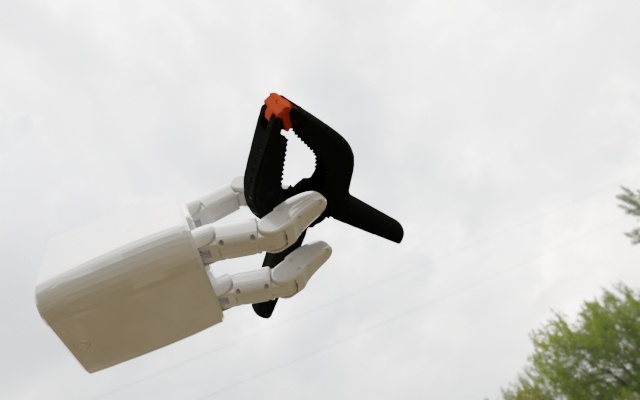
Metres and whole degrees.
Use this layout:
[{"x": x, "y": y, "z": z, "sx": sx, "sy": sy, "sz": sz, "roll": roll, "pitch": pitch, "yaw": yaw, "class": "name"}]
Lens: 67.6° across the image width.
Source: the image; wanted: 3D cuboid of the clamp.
[{"x": -0.001, "y": 0.001, "z": 0.406, "sx": 0.164, "sy": 0.210, "sz": 0.036, "roll": -23, "pitch": 43, "yaw": -17, "class": "clamp"}]
